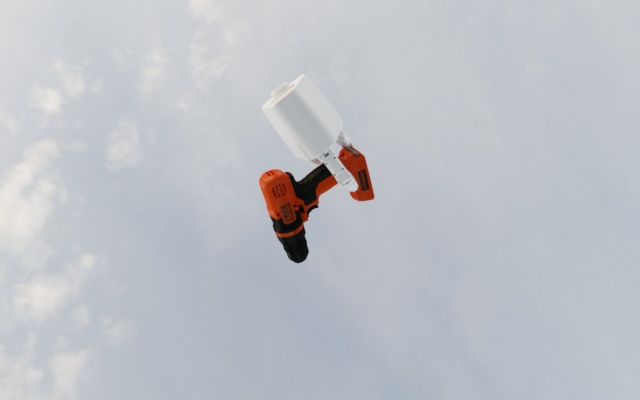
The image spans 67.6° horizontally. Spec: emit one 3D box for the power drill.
[{"bbox_3d":[0.000,0.002,0.823,0.187,0.185,0.057,-28,35,-17],"label":"power drill"}]
